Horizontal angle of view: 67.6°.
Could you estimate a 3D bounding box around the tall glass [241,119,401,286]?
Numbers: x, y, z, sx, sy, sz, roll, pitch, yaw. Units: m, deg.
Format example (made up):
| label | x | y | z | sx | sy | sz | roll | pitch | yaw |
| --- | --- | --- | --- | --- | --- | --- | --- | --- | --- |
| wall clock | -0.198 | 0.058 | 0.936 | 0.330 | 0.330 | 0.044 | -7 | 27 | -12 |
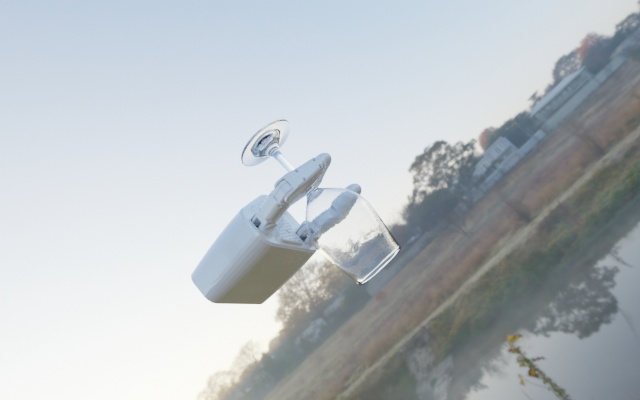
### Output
| label | x | y | z | sx | sy | sz | roll | pitch | yaw |
| --- | --- | --- | --- | --- | --- | --- | --- | --- | --- |
| tall glass | 0.000 | 0.001 | 0.542 | 0.079 | 0.201 | 0.079 | -40 | -16 | -14 |
